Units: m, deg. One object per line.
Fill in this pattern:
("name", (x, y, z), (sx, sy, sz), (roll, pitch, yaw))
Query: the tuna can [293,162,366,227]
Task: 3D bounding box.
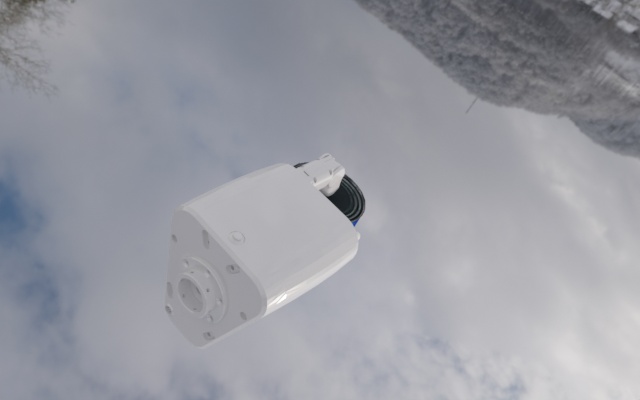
("tuna can", (0.000, 0.002, 0.483), (0.086, 0.086, 0.034), (0, -44, -32))
